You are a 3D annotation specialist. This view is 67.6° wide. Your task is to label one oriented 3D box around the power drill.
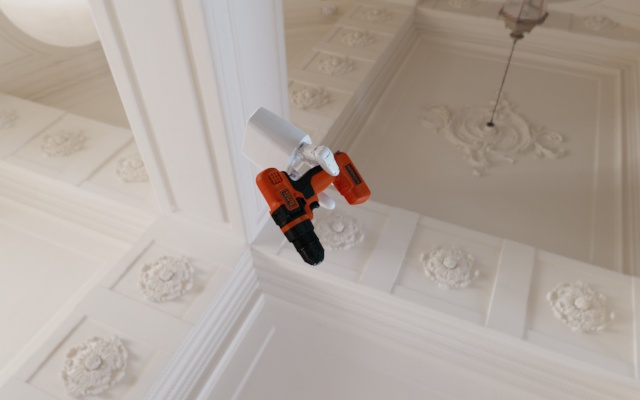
[{"bbox_3d":[0.000,0.002,0.841,0.187,0.184,0.057,-27,-7,-37],"label":"power drill"}]
